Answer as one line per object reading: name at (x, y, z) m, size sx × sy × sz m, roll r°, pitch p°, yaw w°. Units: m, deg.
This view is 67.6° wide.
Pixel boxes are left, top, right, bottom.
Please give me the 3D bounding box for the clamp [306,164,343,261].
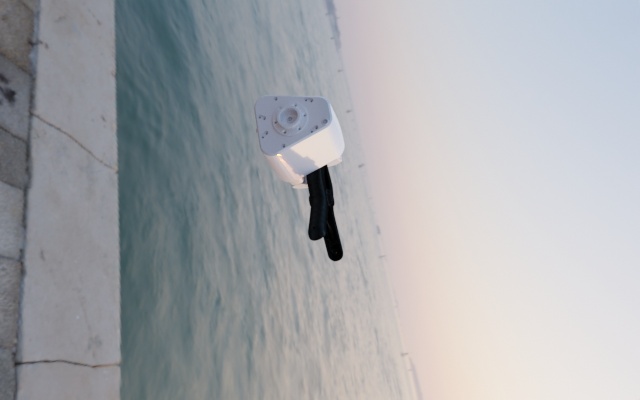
clamp at (0.001, 0.002, 0.730) m, size 0.039 × 0.171 × 0.120 m, roll -13°, pitch -17°, yaw 7°
